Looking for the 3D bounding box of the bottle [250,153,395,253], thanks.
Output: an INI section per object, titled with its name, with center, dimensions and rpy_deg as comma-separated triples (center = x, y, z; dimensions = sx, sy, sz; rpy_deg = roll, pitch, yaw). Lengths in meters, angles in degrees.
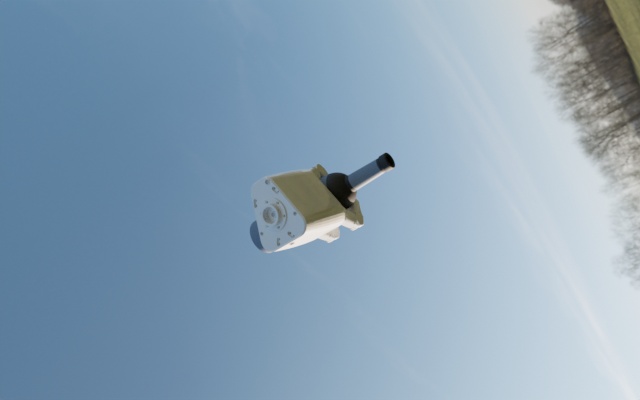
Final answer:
[bottle]
center = 0.000, 0.003, 0.809
dimensions = 0.296, 0.069, 0.069
rpy_deg = -31, -18, 32
